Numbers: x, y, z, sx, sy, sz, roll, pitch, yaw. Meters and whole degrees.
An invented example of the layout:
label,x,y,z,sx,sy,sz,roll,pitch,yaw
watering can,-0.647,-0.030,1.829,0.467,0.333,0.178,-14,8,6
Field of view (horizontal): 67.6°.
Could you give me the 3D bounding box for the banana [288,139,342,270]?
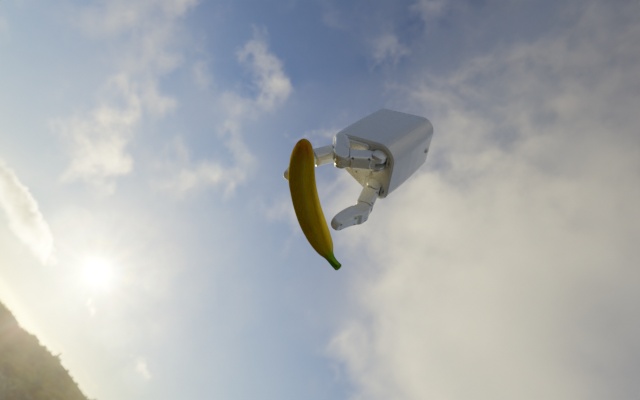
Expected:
label,x,y,z,sx,sy,sz,roll,pitch,yaw
banana,-0.012,0.002,0.654,0.037,0.198,0.069,-35,33,-32
